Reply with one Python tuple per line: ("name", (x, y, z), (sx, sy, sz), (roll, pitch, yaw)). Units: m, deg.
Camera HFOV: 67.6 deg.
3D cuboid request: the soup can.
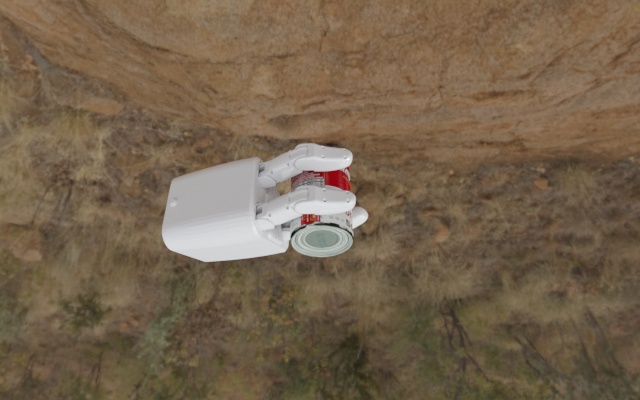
("soup can", (0.001, 0.002, 0.522), (0.068, 0.102, 0.069), (-1, -35, -1))
